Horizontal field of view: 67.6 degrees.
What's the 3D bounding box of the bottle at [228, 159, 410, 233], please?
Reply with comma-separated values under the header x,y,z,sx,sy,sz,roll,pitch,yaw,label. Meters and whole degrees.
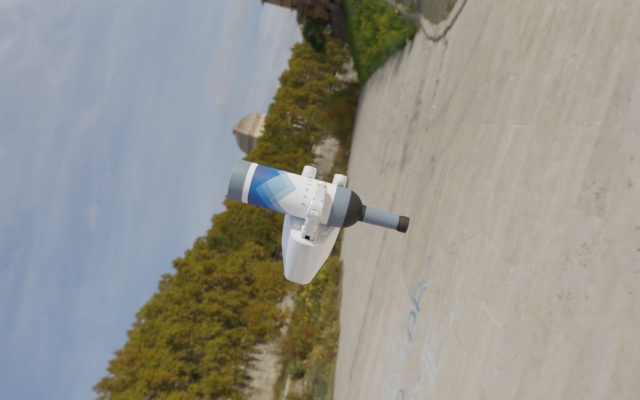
x,y,z,sx,sy,sz,roll,pitch,yaw,label
0.000,0.002,0.782,0.296,0.069,0.069,15,0,0,bottle
